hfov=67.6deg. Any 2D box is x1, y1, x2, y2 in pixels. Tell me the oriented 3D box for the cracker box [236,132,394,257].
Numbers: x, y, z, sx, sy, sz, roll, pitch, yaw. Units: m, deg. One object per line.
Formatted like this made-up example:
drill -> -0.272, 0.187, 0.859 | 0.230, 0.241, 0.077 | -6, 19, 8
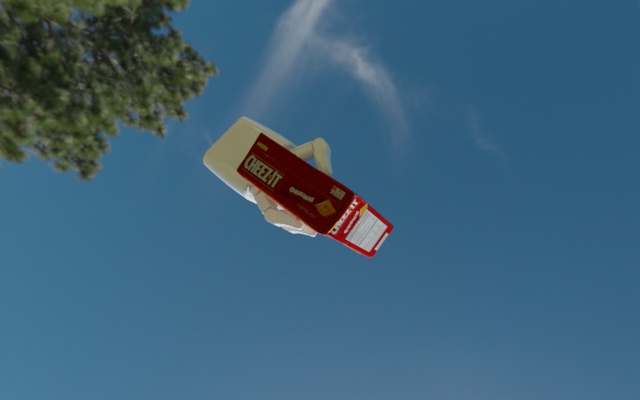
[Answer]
cracker box -> 0.000, 0.002, 0.692 | 0.164, 0.072, 0.214 | 34, 0, 26
